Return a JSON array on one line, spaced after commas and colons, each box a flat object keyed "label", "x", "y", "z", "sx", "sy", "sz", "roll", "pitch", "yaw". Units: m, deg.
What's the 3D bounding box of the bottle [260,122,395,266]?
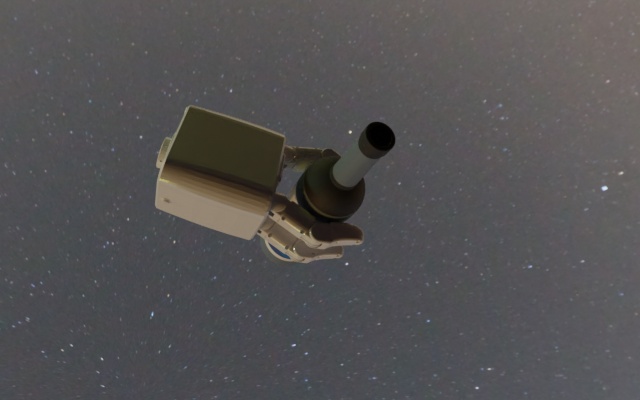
[{"label": "bottle", "x": 0.000, "y": 0.002, "z": 0.513, "sx": 0.069, "sy": 0.069, "sz": 0.296, "roll": 0, "pitch": -21, "yaw": -21}]
